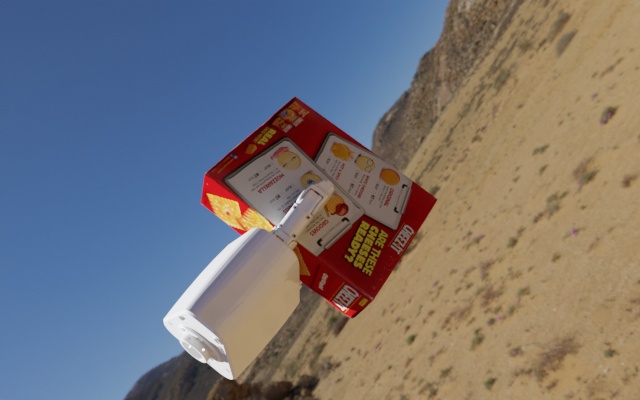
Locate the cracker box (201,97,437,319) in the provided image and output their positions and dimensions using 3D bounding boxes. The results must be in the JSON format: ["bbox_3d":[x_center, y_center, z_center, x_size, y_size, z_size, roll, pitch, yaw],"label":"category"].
[{"bbox_3d":[0.000,0.002,0.545,0.213,0.164,0.072,37,-35,6],"label":"cracker box"}]
